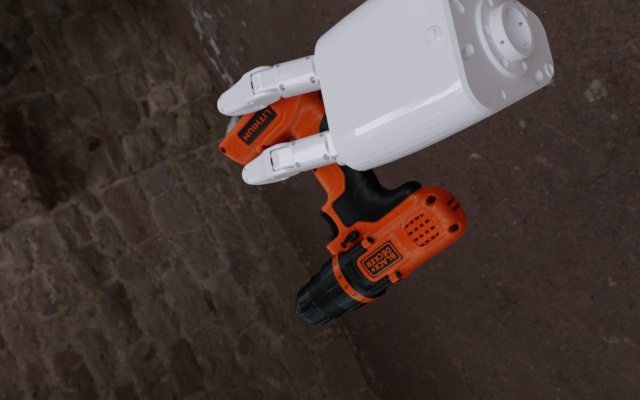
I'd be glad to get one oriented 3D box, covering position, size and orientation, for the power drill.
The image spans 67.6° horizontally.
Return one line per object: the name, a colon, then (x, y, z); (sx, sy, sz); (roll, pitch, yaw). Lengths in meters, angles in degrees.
power drill: (0.000, 0.001, 0.406); (0.184, 0.187, 0.057); (-41, -4, 31)
